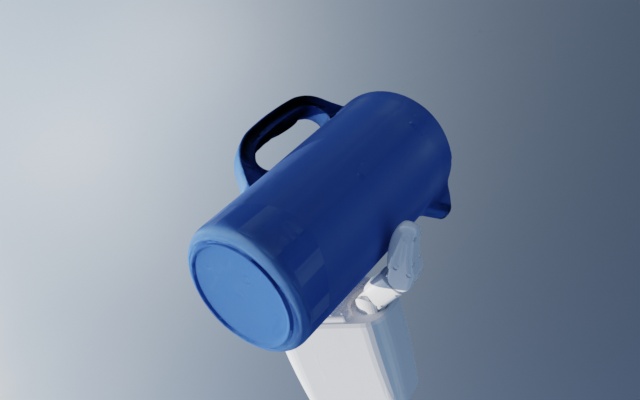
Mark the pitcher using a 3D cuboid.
[{"bbox_3d":[0.000,0.002,0.410,0.149,0.145,0.242,3,31,36],"label":"pitcher"}]
